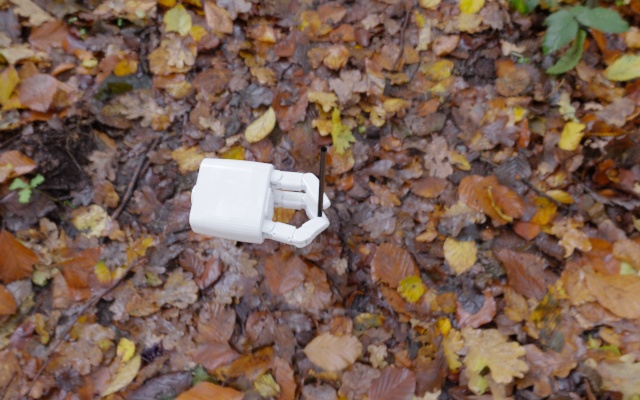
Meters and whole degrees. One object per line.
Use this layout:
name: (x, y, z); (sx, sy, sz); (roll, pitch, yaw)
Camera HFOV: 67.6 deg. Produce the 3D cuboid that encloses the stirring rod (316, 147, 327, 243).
stirring rod: (0.000, 0.002, 0.671); (0.011, 0.011, 0.240); (0, -32, -2)
